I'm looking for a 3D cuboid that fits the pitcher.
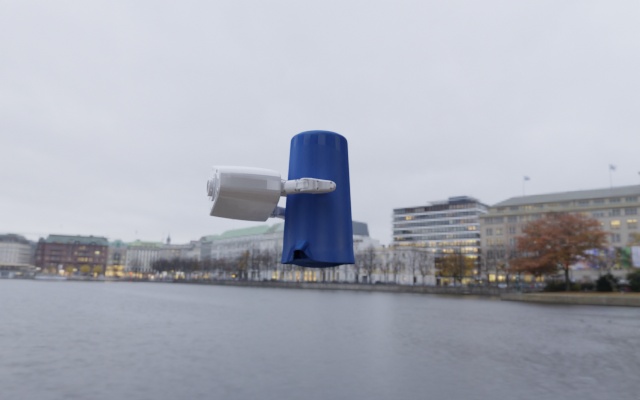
[{"bbox_3d":[0.000,0.003,0.884,0.145,0.242,0.149,4,-10,-20],"label":"pitcher"}]
